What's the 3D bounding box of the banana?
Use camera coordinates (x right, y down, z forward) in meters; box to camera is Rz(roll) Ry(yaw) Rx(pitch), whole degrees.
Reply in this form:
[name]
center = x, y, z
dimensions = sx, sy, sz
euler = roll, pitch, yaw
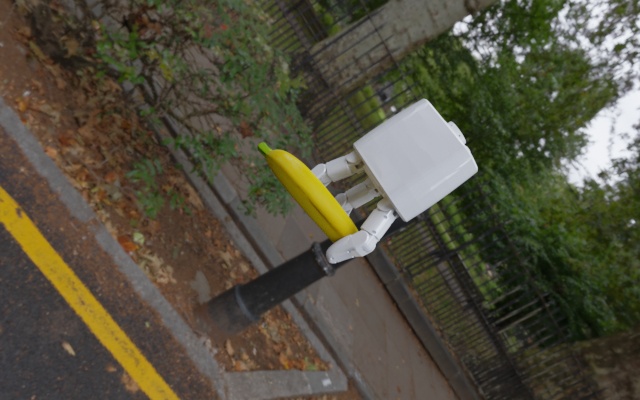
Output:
[banana]
center = 0.001, 0.005, 0.576
dimensions = 0.037, 0.198, 0.069
euler = -39, 19, 5
